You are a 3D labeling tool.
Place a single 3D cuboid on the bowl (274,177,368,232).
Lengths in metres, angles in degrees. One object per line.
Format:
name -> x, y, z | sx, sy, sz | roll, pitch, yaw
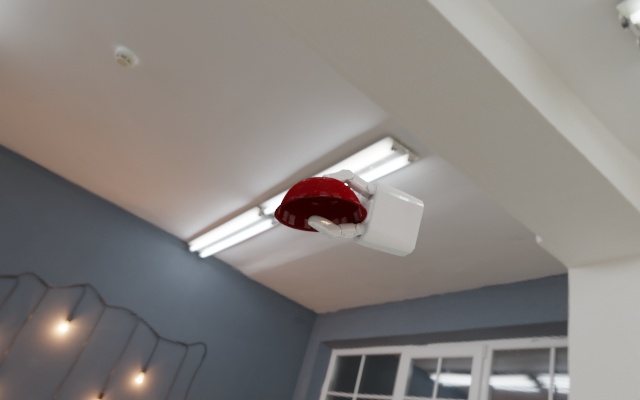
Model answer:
bowl -> -0.001, 0.002, 0.836 | 0.162, 0.055, 0.162 | 0, -24, 0
